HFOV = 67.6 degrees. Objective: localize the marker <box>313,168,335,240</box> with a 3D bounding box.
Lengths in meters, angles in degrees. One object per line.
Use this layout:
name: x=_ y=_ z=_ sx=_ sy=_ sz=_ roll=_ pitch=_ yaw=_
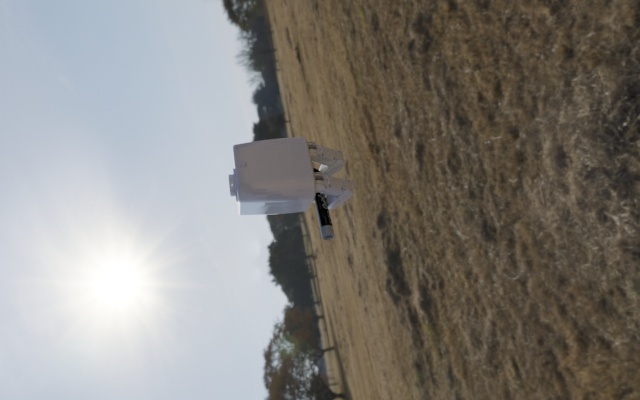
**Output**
marker: x=0.000 y=0.002 z=0.713 sx=0.020 sy=0.121 sz=0.020 roll=-9 pitch=-31 yaw=-6
